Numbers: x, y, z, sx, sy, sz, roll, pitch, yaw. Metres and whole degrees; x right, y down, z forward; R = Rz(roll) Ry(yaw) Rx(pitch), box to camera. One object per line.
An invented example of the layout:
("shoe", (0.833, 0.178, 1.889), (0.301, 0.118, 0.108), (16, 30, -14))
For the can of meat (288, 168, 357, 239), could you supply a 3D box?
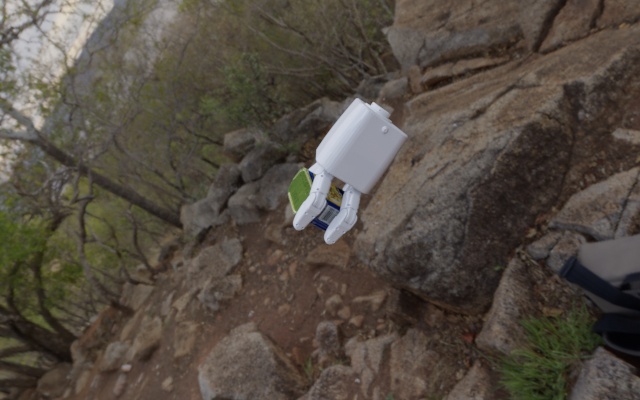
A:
("can of meat", (0.000, 0.002, 0.747), (0.084, 0.057, 0.102), (30, 19, -26))
